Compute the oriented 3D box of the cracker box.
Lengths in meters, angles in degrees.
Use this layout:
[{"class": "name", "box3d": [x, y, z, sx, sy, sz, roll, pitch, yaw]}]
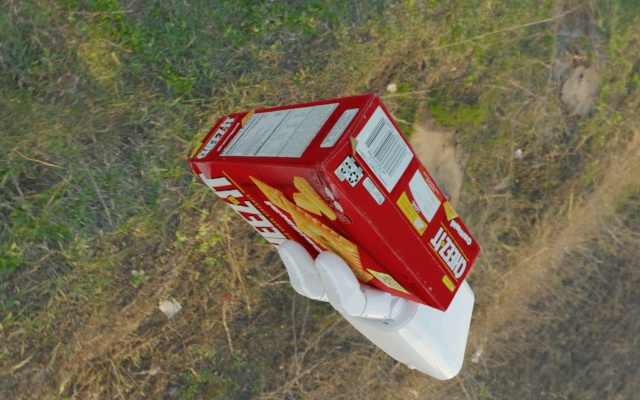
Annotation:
[{"class": "cracker box", "box3d": [0.000, 0.001, 0.406, 0.213, 0.072, 0.164, 7, -35, 52]}]
